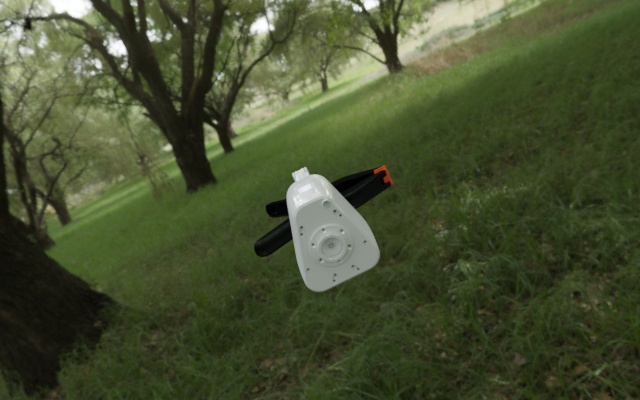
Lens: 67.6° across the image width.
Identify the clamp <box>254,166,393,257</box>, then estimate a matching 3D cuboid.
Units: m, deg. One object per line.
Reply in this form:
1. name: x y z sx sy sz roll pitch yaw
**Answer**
1. clamp: 0.000 0.001 0.697 0.210 0.036 0.164 -26 19 1
